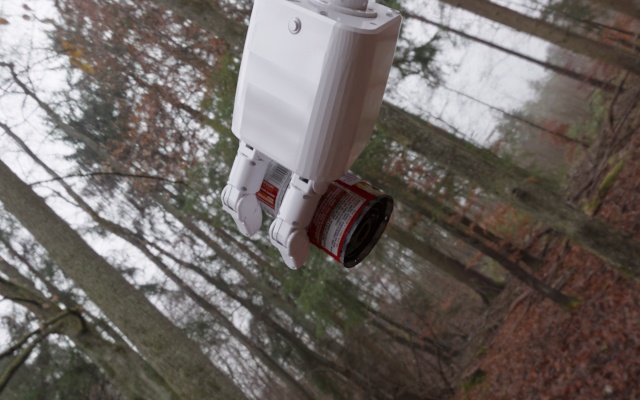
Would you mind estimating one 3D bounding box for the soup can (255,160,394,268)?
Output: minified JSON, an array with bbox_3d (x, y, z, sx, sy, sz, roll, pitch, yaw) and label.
[{"bbox_3d":[0.000,0.002,0.402,0.102,0.068,0.068,32,14,24],"label":"soup can"}]
